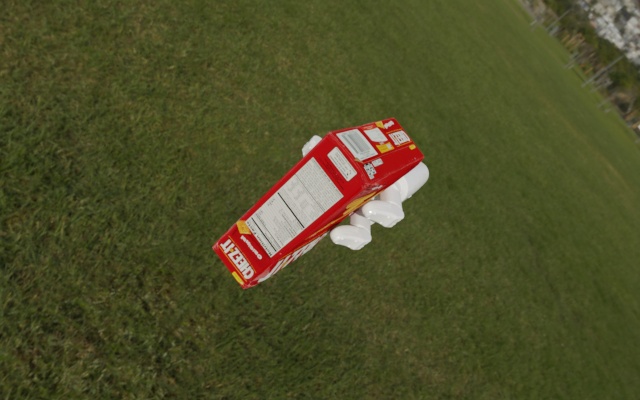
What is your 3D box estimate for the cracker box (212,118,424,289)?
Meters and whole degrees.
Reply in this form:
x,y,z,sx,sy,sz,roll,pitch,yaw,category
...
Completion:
x,y,z,sx,sy,sz,roll,pitch,yaw,category
0.000,0.002,0.558,0.214,0.072,0.164,-42,-9,32,cracker box
